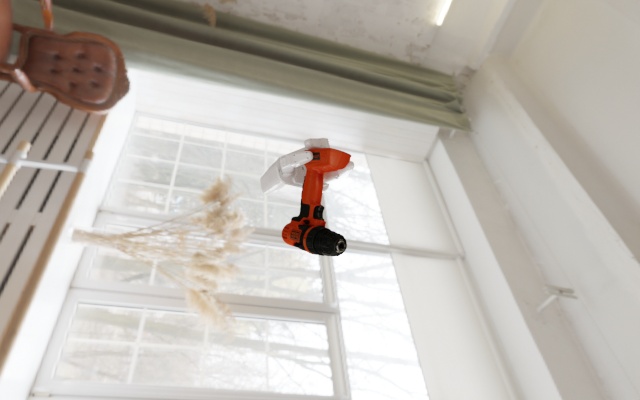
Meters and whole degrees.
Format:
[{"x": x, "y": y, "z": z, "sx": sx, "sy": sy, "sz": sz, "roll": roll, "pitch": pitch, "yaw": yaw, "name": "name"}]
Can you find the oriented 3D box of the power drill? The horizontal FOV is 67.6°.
[{"x": 0.000, "y": 0.002, "z": 0.850, "sx": 0.057, "sy": 0.187, "sz": 0.184, "roll": 16, "pitch": -5, "yaw": -33, "name": "power drill"}]
